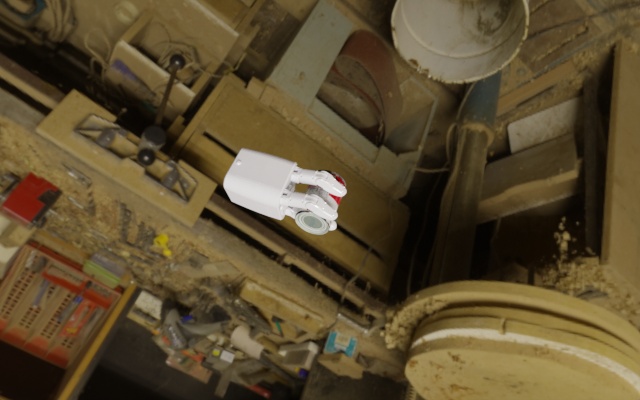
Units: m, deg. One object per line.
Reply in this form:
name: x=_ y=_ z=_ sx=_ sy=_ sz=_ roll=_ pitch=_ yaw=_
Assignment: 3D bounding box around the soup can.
soup can: x=0.001 y=0.003 z=0.879 sx=0.068 sy=0.102 sz=0.069 roll=15 pitch=-35 yaw=11
